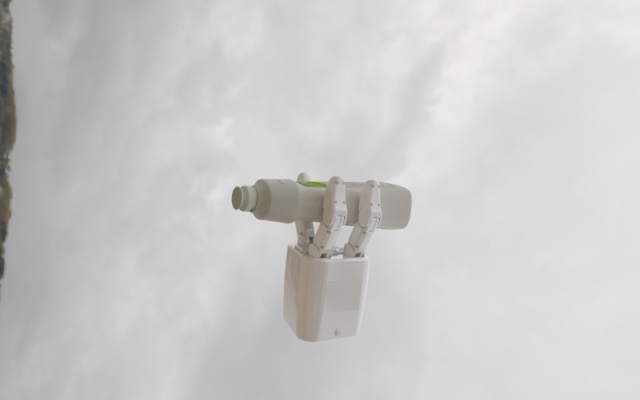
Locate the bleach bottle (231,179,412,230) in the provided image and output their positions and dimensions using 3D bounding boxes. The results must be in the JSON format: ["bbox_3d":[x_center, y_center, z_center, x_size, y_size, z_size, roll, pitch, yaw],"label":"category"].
[{"bbox_3d":[0.000,0.002,0.631,0.251,0.068,0.102,3,4,-35],"label":"bleach bottle"}]
